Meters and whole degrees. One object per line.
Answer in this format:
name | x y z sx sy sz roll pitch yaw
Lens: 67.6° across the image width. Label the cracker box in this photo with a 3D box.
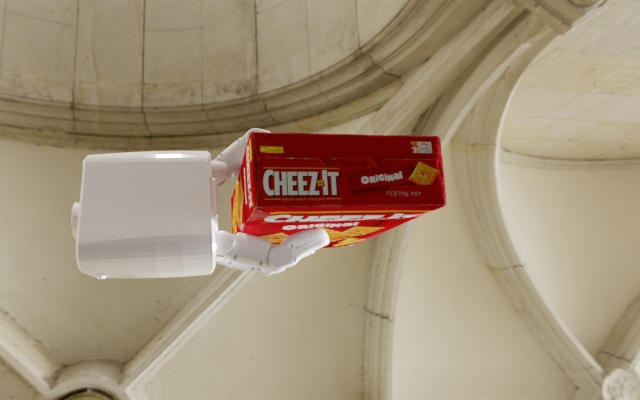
cracker box | 0.000 0.001 0.478 0.164 0.072 0.214 -1 -12 -15
